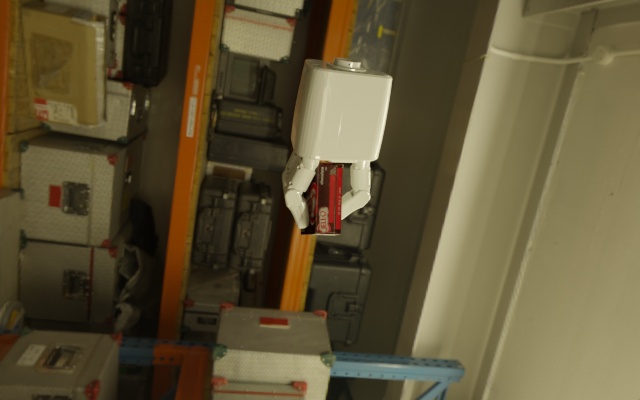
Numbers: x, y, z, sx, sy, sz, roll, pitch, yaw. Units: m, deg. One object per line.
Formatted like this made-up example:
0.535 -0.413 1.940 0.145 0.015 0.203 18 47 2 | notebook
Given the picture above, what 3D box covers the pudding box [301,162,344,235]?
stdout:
0.000 0.002 0.637 0.039 0.090 0.113 4 -6 -9 | pudding box
